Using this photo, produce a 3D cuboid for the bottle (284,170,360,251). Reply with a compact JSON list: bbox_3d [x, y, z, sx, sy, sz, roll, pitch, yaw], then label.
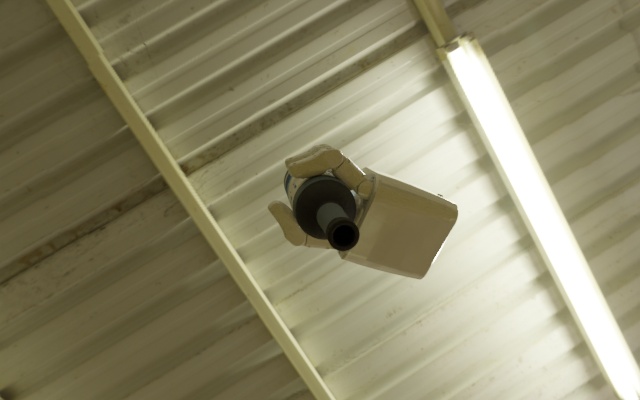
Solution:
[{"bbox_3d":[0.000,0.002,0.543,0.069,0.069,0.295,0,11,-8],"label":"bottle"}]
